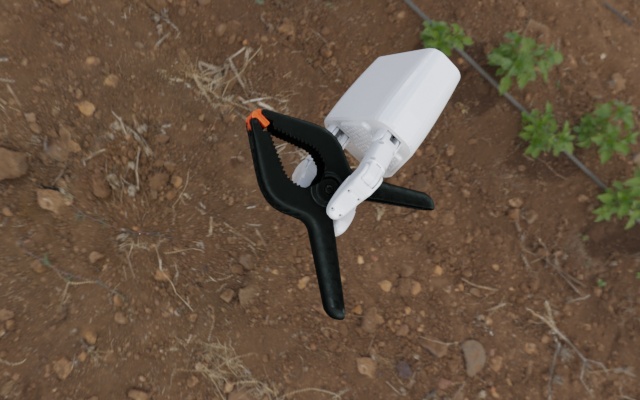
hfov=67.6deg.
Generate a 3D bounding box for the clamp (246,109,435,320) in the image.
[{"bbox_3d":[0.000,0.001,0.465,0.210,0.164,0.036,40,-18,-14],"label":"clamp"}]
